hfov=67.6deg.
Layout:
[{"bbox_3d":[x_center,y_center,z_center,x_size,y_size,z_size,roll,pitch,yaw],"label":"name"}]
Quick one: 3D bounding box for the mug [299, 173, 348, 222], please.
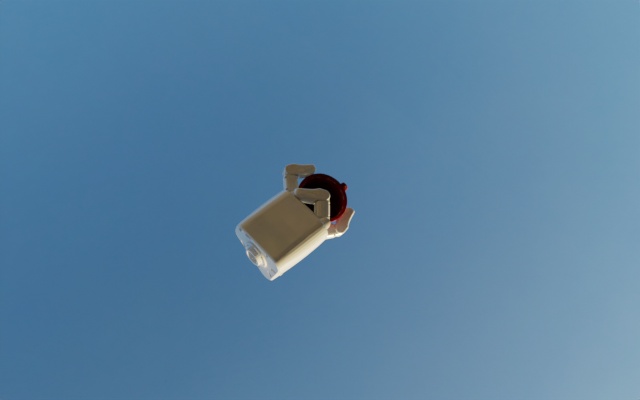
[{"bbox_3d":[0.001,0.002,0.877,0.117,0.093,0.081,-35,-6,-28],"label":"mug"}]
